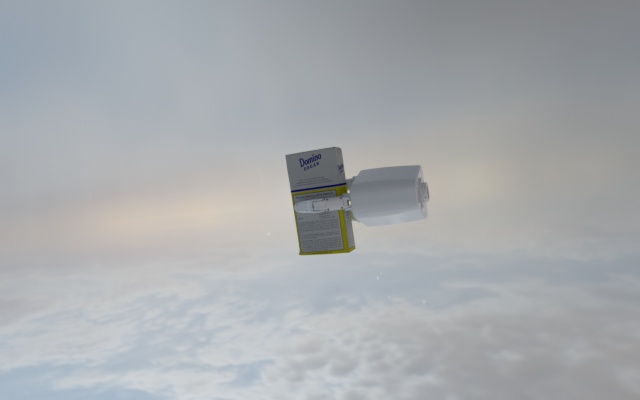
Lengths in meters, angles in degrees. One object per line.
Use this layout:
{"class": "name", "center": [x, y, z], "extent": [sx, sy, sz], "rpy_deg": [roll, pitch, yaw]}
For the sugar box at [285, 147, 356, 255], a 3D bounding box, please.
{"class": "sugar box", "center": [0.000, 0.003, 0.811], "extent": [0.093, 0.176, 0.048], "rpy_deg": [-6, 0, 22]}
